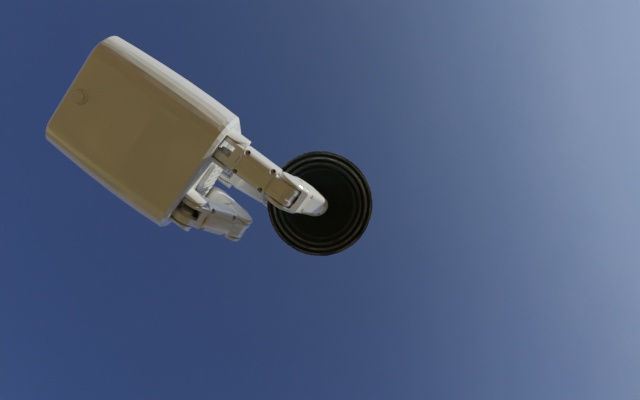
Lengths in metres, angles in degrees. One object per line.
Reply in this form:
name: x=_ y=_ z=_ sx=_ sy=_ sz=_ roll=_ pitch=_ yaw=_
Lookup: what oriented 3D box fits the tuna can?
tuna can: x=0.000 y=0.001 z=0.403 sx=0.086 sy=0.086 sz=0.033 roll=0 pitch=6 yaw=3
